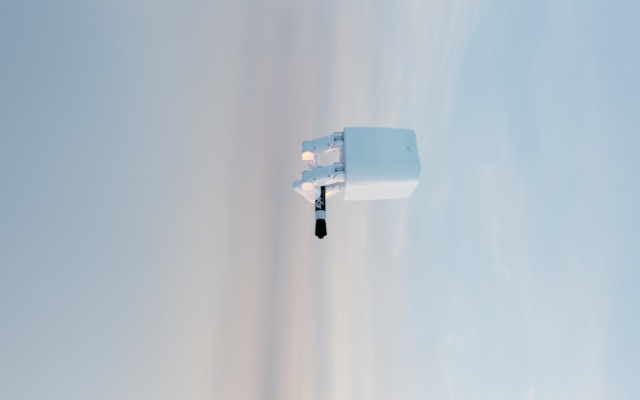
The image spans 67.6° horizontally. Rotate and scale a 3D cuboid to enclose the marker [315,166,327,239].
[{"bbox_3d":[0.000,0.002,0.731,0.020,0.121,0.020,-1,-29,0],"label":"marker"}]
